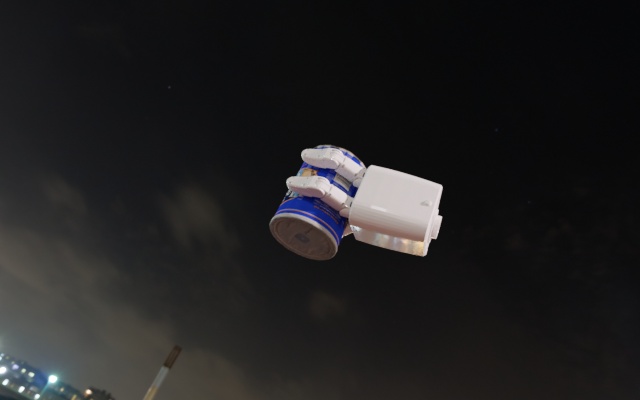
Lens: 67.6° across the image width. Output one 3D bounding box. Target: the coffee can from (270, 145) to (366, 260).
[{"bbox_3d":[0.000,0.002,0.710,0.103,0.140,0.103,18,-33,12],"label":"coffee can"}]
